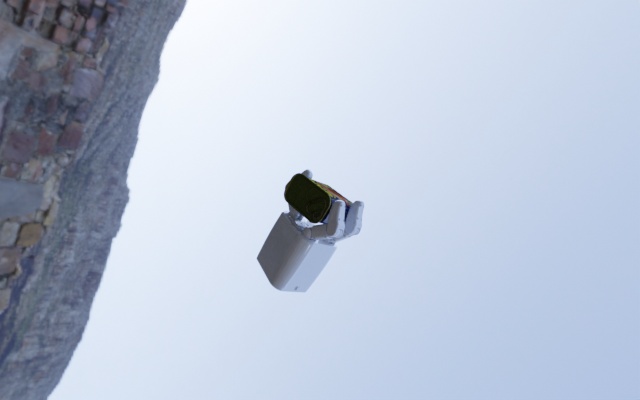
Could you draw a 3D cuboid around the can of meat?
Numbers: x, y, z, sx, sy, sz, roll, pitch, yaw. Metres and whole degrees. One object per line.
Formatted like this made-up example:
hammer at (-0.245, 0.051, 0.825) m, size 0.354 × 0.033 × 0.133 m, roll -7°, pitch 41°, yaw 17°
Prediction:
can of meat at (0.000, 0.003, 0.834) m, size 0.102 × 0.057 × 0.084 m, roll 38°, pitch 13°, yaw 36°
